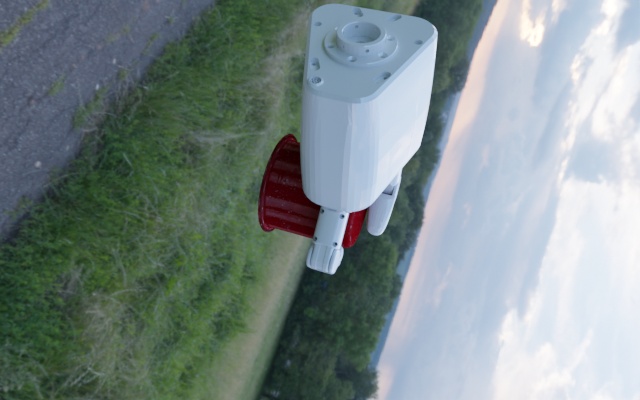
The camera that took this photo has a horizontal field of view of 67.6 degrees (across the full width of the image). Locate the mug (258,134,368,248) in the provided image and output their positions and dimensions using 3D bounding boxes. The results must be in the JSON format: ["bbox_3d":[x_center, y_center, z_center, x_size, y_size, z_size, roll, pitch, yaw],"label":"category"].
[{"bbox_3d":[0.000,0.002,0.441,0.081,0.093,0.117,15,-36,13],"label":"mug"}]
